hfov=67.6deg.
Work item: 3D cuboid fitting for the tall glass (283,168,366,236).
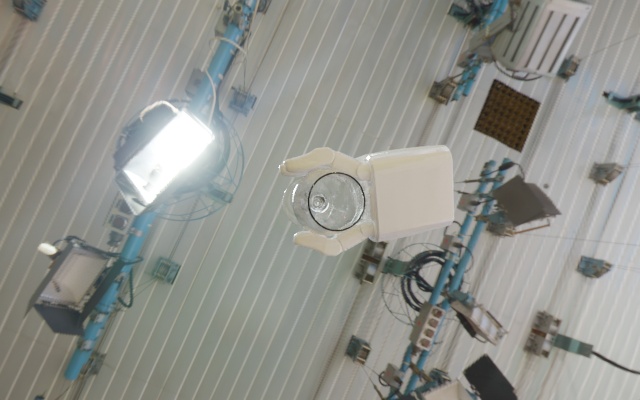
[{"bbox_3d":[0.000,0.002,0.590,0.079,0.079,0.201,0,0,-10],"label":"tall glass"}]
